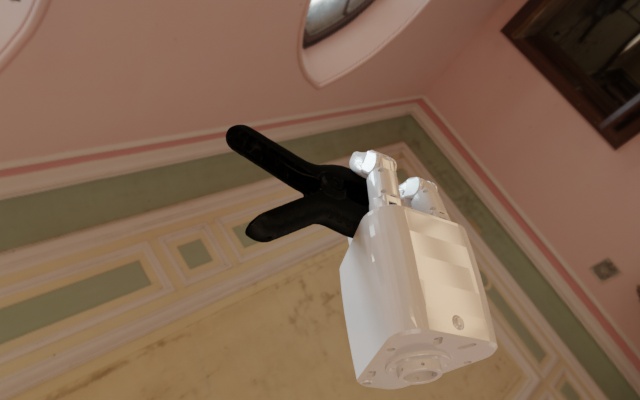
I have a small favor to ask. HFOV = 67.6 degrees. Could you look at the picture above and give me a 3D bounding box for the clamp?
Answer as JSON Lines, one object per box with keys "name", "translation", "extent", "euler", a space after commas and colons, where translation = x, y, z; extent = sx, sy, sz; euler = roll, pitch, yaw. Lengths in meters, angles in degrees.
{"name": "clamp", "translation": [0.000, 0.002, 0.408], "extent": [0.171, 0.120, 0.039], "euler": [17, -45, -25]}
